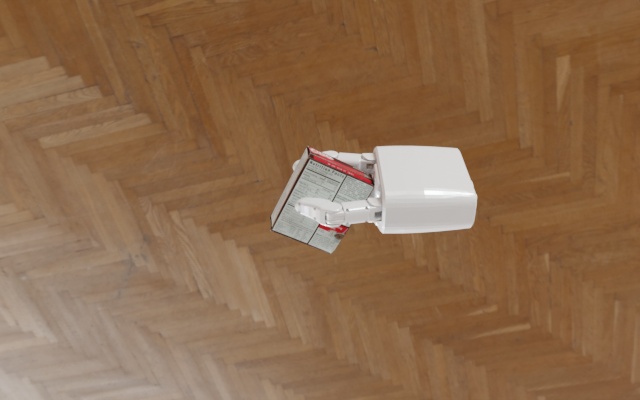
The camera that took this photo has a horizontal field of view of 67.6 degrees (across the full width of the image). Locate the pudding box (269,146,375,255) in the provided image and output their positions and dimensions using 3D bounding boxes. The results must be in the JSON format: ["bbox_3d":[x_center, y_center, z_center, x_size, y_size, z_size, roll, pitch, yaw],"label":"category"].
[{"bbox_3d":[0.000,0.002,0.583,0.090,0.113,0.039,23,23,-14],"label":"pudding box"}]
